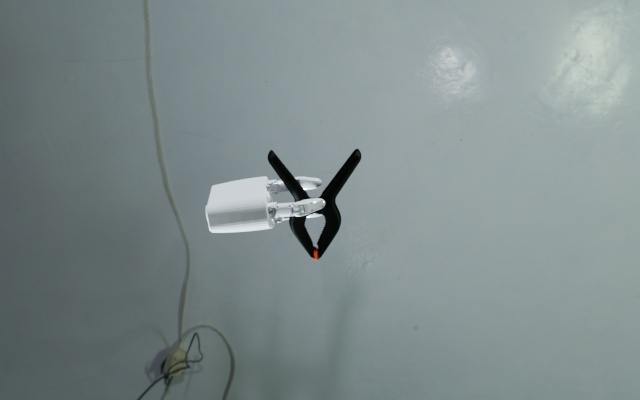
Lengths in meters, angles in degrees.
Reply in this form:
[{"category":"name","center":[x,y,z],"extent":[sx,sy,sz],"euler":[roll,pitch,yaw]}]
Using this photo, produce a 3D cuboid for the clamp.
[{"category":"clamp","center":[0.000,0.004,0.860],"extent":[0.164,0.210,0.036],"euler":[-8,14,-2]}]
